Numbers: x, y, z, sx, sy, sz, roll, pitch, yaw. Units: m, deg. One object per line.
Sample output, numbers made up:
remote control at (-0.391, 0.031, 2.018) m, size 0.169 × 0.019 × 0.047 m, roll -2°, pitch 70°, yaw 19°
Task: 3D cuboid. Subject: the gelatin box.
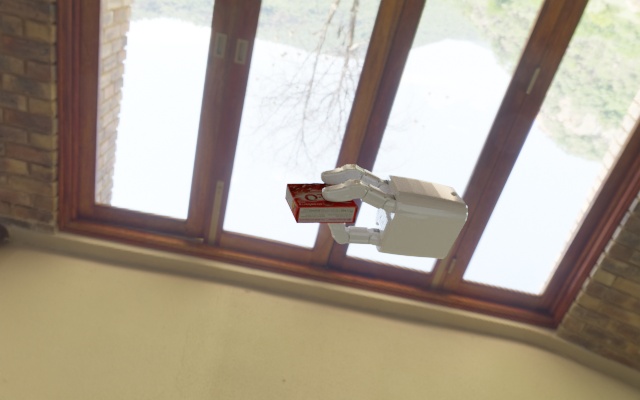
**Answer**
gelatin box at (0.000, 0.003, 0.682) m, size 0.089 × 0.030 × 0.073 m, roll -1°, pitch 29°, yaw -18°
